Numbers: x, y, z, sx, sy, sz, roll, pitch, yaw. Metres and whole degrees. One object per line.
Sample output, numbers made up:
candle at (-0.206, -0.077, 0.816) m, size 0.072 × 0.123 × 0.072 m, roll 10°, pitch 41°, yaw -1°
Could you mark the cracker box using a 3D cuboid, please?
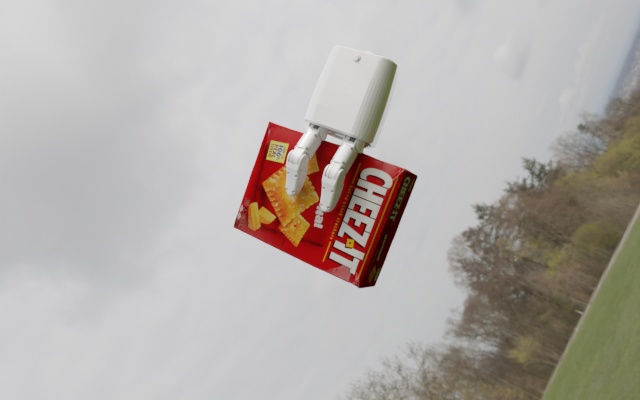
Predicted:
cracker box at (0.000, 0.002, 0.658) m, size 0.213 × 0.164 × 0.072 m, roll 23°, pitch 5°, yaw 25°
